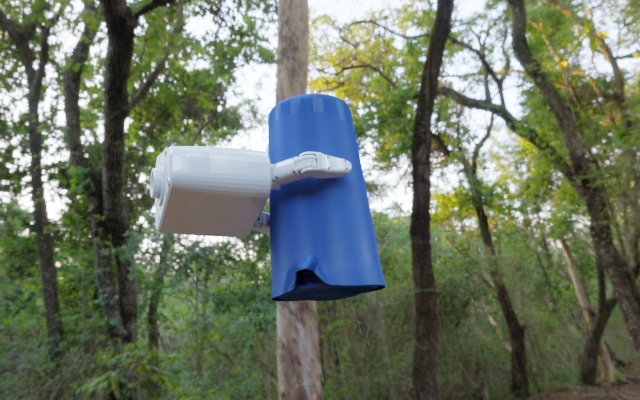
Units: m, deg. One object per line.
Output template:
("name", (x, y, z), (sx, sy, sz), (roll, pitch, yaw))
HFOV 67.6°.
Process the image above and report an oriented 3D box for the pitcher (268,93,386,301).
("pitcher", (0.000, 0.002, 0.594), (0.145, 0.242, 0.149), (2, -18, -26))
